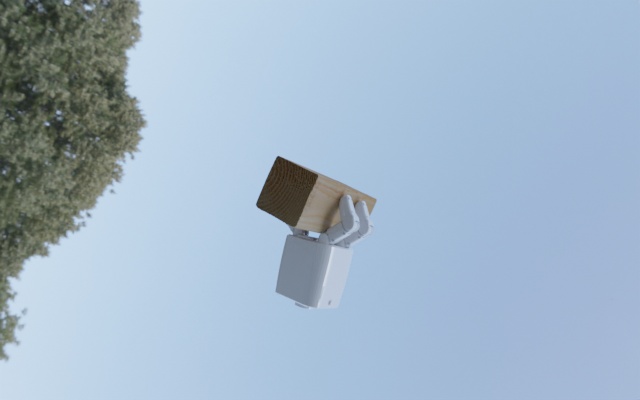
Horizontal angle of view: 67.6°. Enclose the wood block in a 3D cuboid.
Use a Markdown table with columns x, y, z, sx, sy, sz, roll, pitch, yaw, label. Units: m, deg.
| x | y | z | sx | sy | sz | roll | pitch | yaw | label |
| --- | --- | --- | --- | --- | --- | --- | --- | --- | --- |
| 0.000 | 0.003 | 0.812 | 0.091 | 0.090 | 0.206 | 26 | 4 | 33 | wood block |
